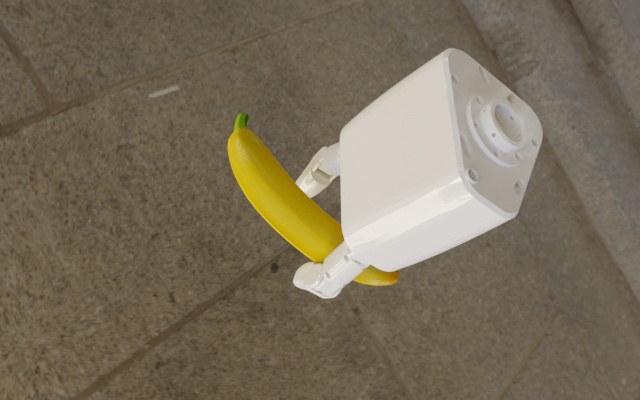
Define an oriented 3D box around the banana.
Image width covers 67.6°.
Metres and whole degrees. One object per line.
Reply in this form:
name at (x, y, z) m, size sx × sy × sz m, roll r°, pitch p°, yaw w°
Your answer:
banana at (-0.011, 0.008, 0.387) m, size 0.037 × 0.198 × 0.069 m, roll -40°, pitch 3°, yaw 43°
